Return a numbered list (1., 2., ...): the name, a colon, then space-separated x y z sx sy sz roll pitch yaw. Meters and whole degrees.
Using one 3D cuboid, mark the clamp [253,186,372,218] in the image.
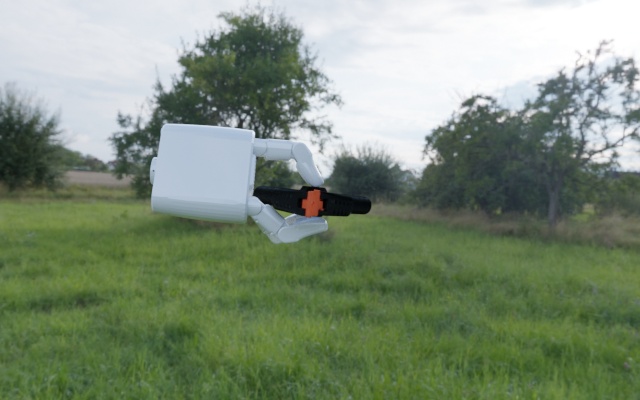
1. clamp: 0.000 0.001 0.584 0.164 0.036 0.210 5 1 -8
